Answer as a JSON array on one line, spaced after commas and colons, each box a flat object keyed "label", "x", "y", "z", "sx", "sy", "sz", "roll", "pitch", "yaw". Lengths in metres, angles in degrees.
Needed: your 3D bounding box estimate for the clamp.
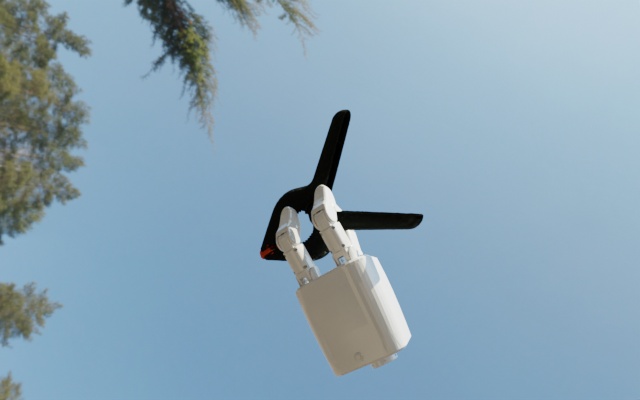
[{"label": "clamp", "x": 0.000, "y": 0.002, "z": 0.589, "sx": 0.210, "sy": 0.164, "sz": 0.036, "roll": -32, "pitch": -14, "yaw": 24}]
